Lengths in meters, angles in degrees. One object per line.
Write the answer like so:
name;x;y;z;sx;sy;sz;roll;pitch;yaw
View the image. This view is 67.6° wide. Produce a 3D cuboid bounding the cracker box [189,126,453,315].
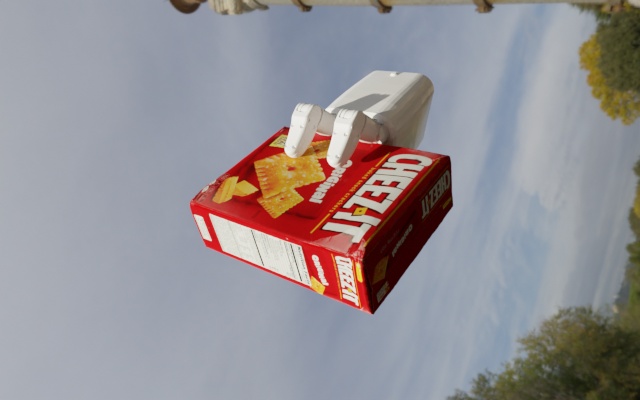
cracker box;0.000;0.002;0.483;0.213;0.072;0.164;15;44;35
